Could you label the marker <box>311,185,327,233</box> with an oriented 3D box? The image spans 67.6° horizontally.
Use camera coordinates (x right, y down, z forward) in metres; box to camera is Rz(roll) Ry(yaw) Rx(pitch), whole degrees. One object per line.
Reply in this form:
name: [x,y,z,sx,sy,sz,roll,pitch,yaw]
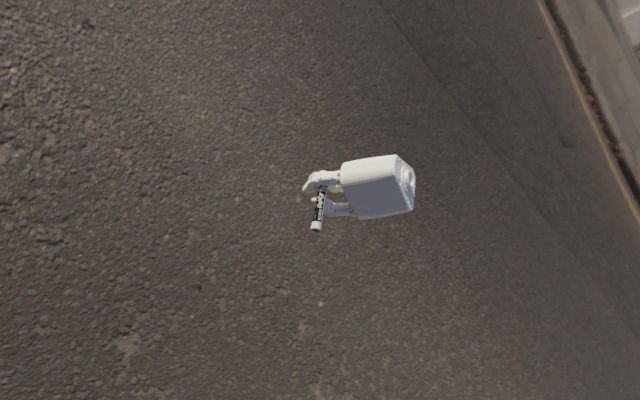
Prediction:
marker: [0.000,0.003,0.888,0.020,0.121,0.020,7,-30,4]
